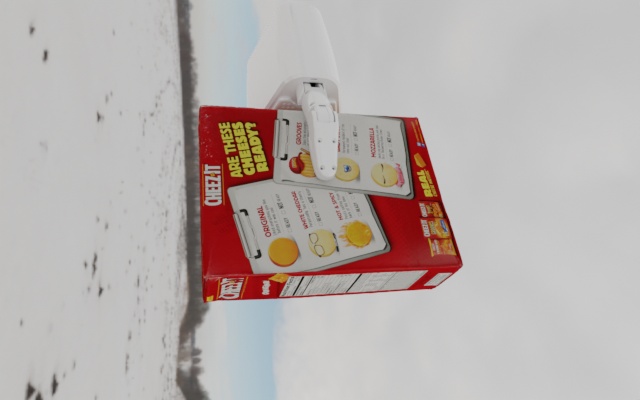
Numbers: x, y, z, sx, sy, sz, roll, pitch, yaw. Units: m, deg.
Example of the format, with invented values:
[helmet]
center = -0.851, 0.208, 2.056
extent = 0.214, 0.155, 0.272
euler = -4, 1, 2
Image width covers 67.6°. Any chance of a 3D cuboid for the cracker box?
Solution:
[cracker box]
center = 0.000, 0.001, 0.434
extent = 0.214, 0.164, 0.072
euler = 0, -31, -15
